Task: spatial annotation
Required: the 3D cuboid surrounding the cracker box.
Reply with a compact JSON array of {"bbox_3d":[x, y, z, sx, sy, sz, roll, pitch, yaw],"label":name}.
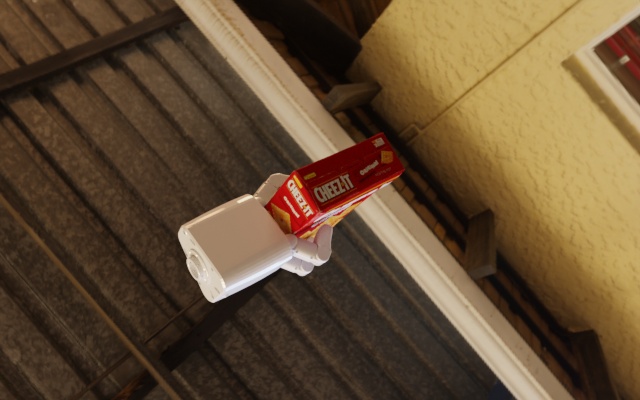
[{"bbox_3d":[0.000,0.002,0.705,0.164,0.072,0.214,-27,-9,-34],"label":"cracker box"}]
